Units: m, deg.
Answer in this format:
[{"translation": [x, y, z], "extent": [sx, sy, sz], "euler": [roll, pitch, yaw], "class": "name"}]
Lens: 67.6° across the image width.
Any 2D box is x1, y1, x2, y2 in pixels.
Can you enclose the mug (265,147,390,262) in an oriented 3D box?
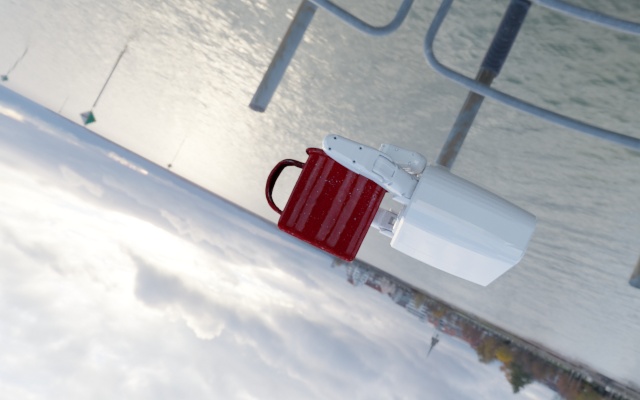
[{"translation": [-0.001, 0.001, 0.459], "extent": [0.117, 0.081, 0.093], "euler": [24, -5, 10], "class": "mug"}]
